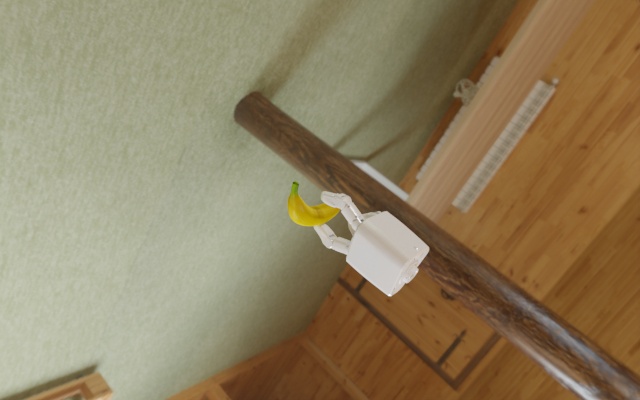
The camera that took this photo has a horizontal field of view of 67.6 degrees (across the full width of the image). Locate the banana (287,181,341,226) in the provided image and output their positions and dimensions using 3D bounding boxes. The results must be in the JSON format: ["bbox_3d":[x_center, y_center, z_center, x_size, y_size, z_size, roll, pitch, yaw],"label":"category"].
[{"bbox_3d":[-0.012,0.017,0.886,0.037,0.069,0.198,40,8,25],"label":"banana"}]
